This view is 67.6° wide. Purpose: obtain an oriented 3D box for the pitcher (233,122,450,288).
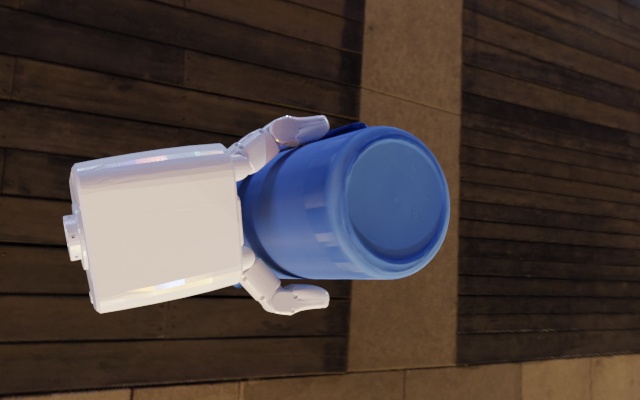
[{"bbox_3d":[0.000,0.002,0.433,0.145,0.149,0.243,-9,0,-29],"label":"pitcher"}]
